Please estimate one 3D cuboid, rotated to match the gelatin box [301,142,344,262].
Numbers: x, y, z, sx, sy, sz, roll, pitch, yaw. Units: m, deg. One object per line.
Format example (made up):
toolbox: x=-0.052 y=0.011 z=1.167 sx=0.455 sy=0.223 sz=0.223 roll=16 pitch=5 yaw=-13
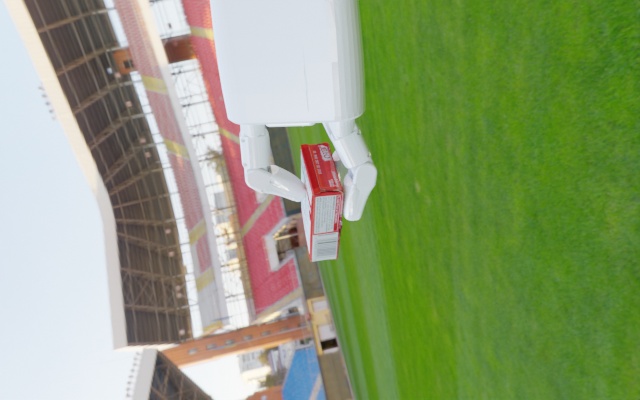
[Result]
gelatin box: x=0.000 y=0.002 z=0.453 sx=0.030 sy=0.089 sz=0.073 roll=-4 pitch=42 yaw=-8
